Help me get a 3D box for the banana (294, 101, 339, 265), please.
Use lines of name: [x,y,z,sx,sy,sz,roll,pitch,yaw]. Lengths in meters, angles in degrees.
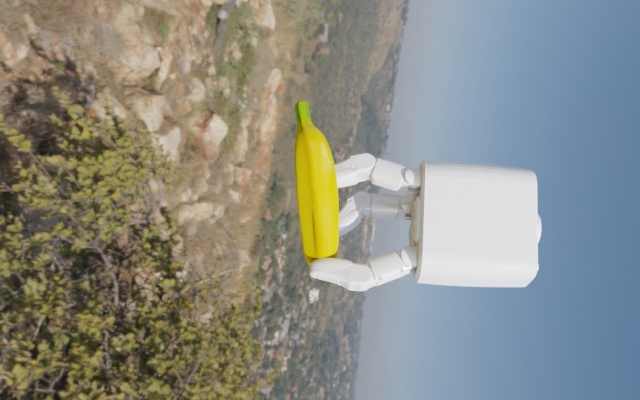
banana: [-0.001,0.010,0.451,0.037,0.198,0.069,-1,37,3]
